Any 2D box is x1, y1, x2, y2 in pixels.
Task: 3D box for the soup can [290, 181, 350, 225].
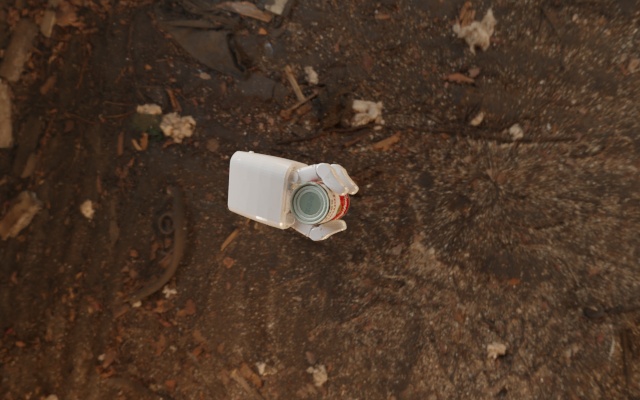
[{"bbox_3d":[0.000,0.003,0.766,0.068,0.068,0.102,0,2,20],"label":"soup can"}]
